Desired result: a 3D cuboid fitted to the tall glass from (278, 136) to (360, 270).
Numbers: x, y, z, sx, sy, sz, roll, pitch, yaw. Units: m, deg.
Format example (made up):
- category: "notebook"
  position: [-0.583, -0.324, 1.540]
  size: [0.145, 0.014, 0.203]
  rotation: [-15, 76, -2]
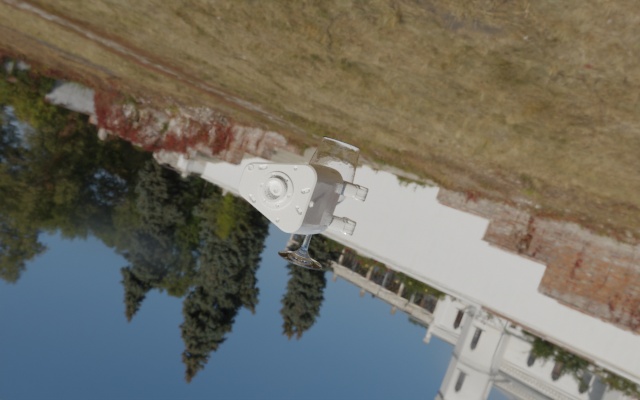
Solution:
- category: "tall glass"
  position: [0.000, 0.003, 0.755]
  size: [0.079, 0.201, 0.079]
  rotation: [19, 5, -2]
